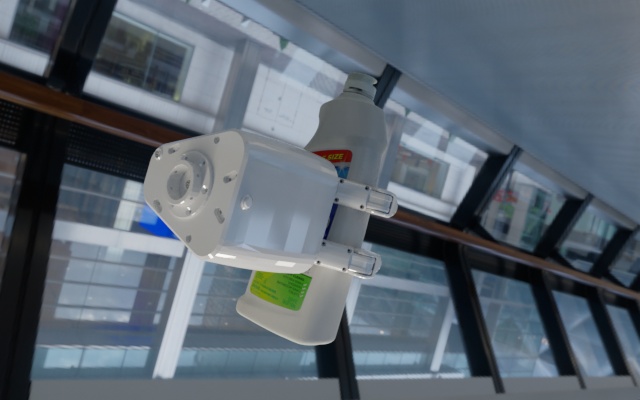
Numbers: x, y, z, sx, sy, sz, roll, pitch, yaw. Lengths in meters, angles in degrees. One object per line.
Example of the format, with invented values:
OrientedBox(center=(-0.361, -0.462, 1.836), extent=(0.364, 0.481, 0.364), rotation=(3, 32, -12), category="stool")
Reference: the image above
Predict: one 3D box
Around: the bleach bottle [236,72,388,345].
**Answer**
OrientedBox(center=(0.000, 0.002, 0.460), extent=(0.102, 0.251, 0.068), rotation=(15, -1, 37), category="bleach bottle")
